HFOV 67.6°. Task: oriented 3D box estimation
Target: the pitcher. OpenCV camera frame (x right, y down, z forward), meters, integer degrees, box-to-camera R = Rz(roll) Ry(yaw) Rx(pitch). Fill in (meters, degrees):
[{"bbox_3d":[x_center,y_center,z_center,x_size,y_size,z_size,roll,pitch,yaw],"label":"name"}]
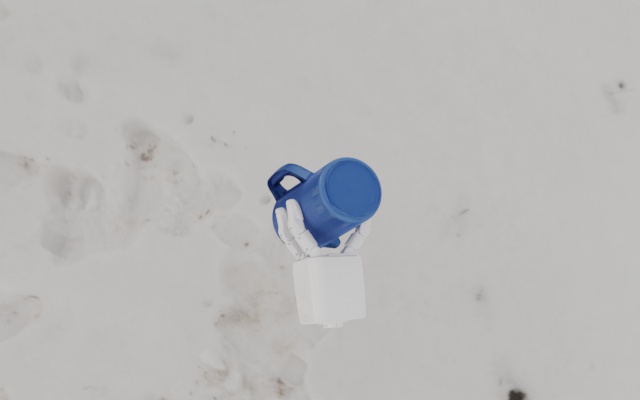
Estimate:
[{"bbox_3d":[0.000,0.003,0.840,0.149,0.145,0.243,1,-14,-20],"label":"pitcher"}]
